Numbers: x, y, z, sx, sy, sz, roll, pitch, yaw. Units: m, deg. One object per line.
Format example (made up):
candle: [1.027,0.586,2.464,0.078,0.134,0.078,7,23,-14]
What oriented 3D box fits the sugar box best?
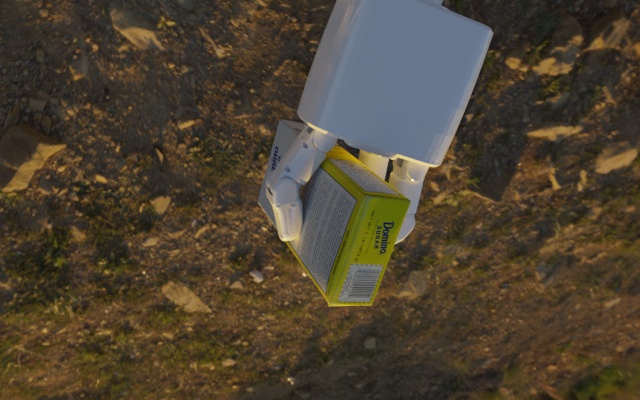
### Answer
sugar box: [0.001,0.001,0.410,0.048,0.093,0.176,7,23,-26]
